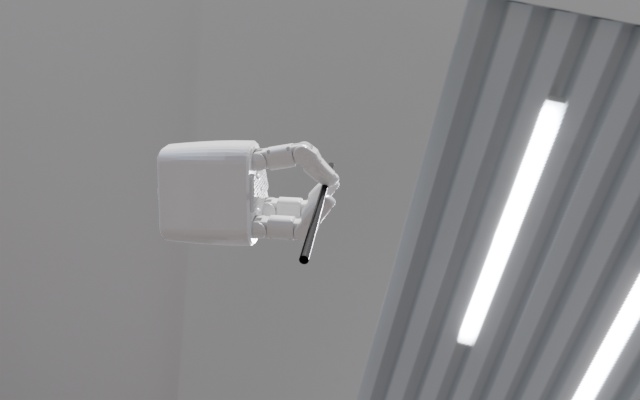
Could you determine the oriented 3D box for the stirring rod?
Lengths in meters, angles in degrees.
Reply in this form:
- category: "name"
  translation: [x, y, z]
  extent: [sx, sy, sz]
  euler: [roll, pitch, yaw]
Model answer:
- category: "stirring rod"
  translation: [0.000, 0.002, 0.490]
  extent: [0.011, 0.011, 0.239]
  euler: [0, 22, 7]
